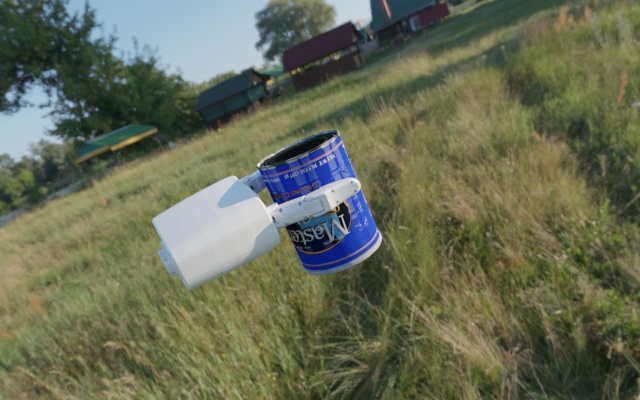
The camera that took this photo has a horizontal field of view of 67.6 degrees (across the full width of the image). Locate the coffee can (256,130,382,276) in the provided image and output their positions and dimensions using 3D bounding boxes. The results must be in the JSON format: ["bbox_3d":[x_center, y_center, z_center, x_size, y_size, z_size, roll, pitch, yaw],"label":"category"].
[{"bbox_3d":[0.000,0.002,0.563,0.103,0.140,0.102,-21,16,6],"label":"coffee can"}]
